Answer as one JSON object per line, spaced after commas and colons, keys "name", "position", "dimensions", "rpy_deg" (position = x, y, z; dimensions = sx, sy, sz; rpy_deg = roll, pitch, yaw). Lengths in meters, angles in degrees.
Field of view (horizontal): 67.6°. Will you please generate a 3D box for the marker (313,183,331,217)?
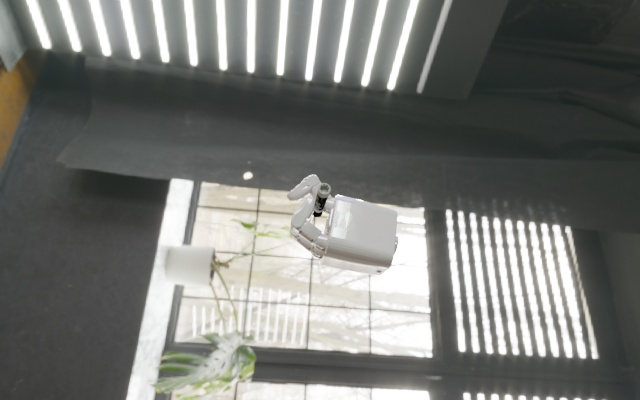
{"name": "marker", "position": [0.000, 0.002, 0.752], "dimensions": [0.020, 0.020, 0.121], "rpy_deg": [0, -19, -6]}
